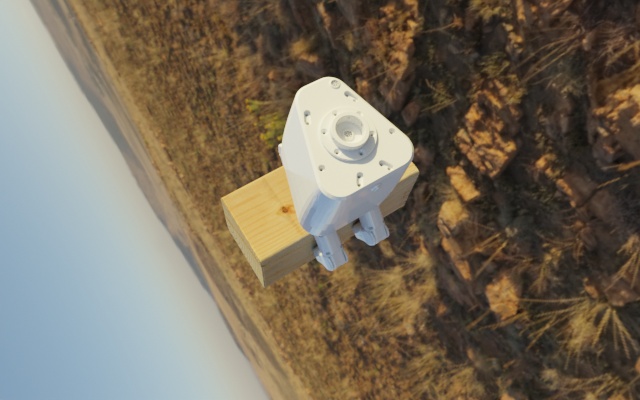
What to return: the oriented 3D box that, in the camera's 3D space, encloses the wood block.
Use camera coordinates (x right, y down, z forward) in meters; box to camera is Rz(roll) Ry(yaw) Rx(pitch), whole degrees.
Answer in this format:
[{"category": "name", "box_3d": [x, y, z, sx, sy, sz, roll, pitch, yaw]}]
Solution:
[{"category": "wood block", "box_3d": [0.000, 0.001, 0.561, 0.206, 0.090, 0.090, -29, -22, -17]}]
